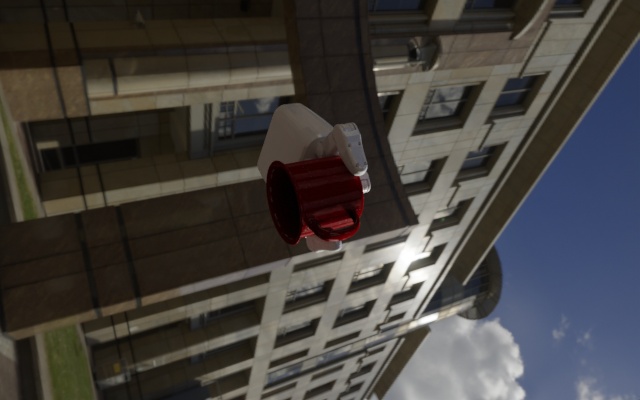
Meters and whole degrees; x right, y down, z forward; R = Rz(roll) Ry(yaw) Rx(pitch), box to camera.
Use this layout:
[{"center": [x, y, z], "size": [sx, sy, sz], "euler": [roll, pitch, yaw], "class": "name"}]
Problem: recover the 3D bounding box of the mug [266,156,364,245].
[{"center": [0.001, 0.002, 0.522], "size": [0.081, 0.093, 0.117], "euler": [-13, 39, -26], "class": "mug"}]
